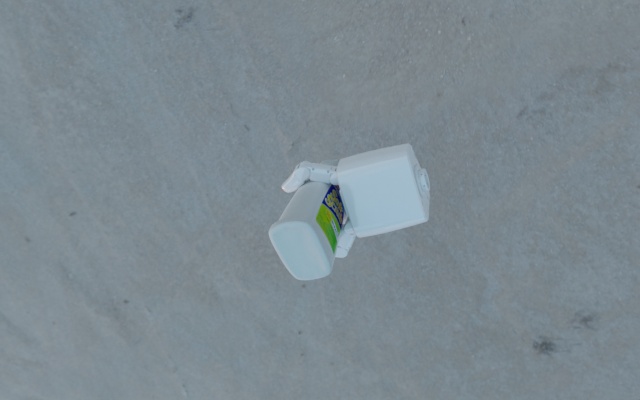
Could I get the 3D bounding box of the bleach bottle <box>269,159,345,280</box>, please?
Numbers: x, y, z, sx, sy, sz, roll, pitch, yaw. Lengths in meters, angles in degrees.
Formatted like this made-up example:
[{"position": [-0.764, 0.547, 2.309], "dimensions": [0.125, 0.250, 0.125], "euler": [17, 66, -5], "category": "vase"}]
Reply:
[{"position": [0.000, 0.002, 0.725], "dimensions": [0.068, 0.103, 0.250], "euler": [-14, 29, 22], "category": "bleach bottle"}]
